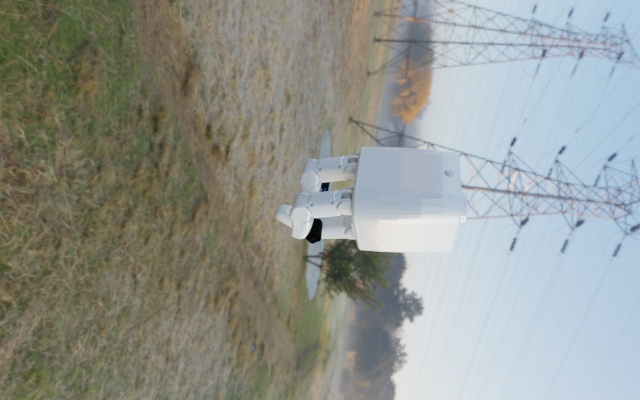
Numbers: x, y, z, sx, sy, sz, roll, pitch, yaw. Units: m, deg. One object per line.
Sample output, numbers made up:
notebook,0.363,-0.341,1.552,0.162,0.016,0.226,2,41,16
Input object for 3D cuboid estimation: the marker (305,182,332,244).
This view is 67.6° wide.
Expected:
marker,0.000,0.002,0.570,0.020,0.121,0.020,6,-43,6
